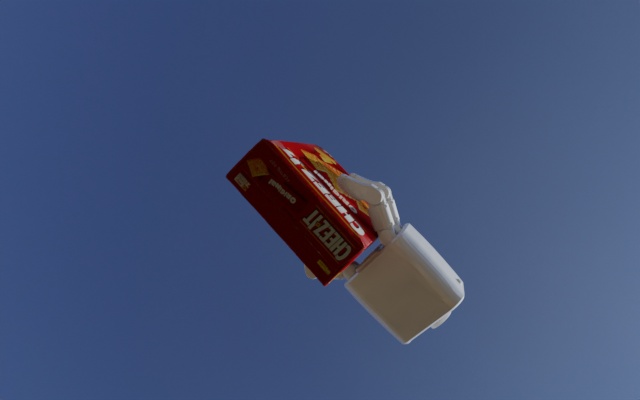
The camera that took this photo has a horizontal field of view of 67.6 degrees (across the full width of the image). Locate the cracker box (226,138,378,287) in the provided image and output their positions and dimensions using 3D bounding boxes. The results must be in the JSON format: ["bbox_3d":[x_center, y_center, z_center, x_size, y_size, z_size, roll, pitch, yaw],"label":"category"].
[{"bbox_3d":[0.000,0.002,0.604,0.072,0.164,0.213,-45,-7,14],"label":"cracker box"}]
